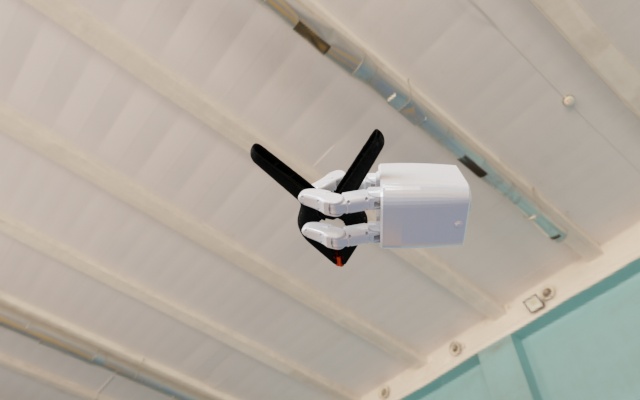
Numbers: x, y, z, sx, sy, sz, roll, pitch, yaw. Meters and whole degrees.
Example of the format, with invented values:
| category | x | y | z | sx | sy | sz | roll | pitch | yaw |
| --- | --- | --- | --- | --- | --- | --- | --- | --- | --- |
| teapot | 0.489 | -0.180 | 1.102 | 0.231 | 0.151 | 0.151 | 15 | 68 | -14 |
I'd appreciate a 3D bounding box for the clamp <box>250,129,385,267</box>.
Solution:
| category | x | y | z | sx | sy | sz | roll | pitch | yaw |
| --- | --- | --- | --- | --- | --- | --- | --- | --- | --- |
| clamp | 0.000 | 0.002 | 0.629 | 0.164 | 0.210 | 0.036 | 1 | 37 | 8 |
